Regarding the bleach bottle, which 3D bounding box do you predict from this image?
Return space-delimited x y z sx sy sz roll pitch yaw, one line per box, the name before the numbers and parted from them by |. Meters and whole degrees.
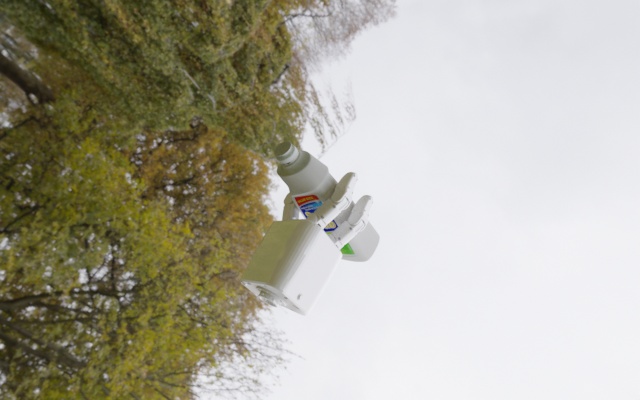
bleach bottle | 0.000 0.002 0.745 0.102 0.068 0.251 8 -32 40
